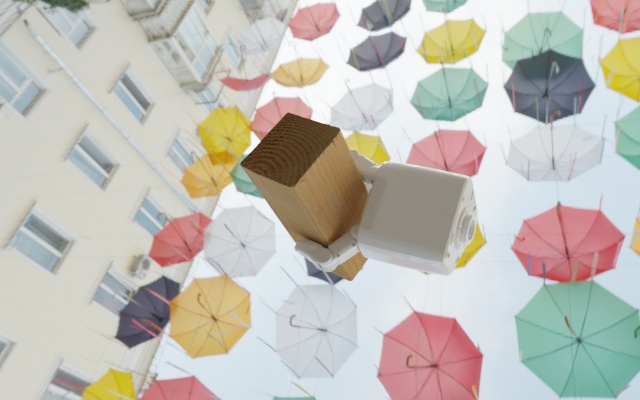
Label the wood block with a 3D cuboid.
[{"bbox_3d":[0.000,0.002,0.600,0.090,0.090,0.206,24,-24,37],"label":"wood block"}]
